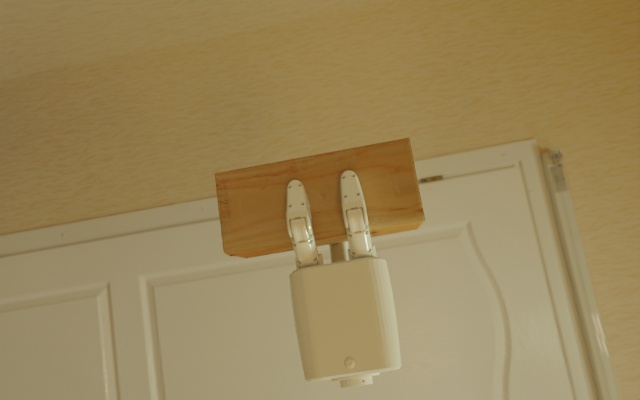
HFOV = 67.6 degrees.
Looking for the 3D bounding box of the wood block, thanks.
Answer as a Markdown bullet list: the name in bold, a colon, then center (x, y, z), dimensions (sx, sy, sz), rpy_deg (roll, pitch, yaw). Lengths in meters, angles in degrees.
- **wood block**: center (0.000, 0.002, 0.529), dimensions (0.206, 0.090, 0.091), rpy_deg (-10, -10, 4)
